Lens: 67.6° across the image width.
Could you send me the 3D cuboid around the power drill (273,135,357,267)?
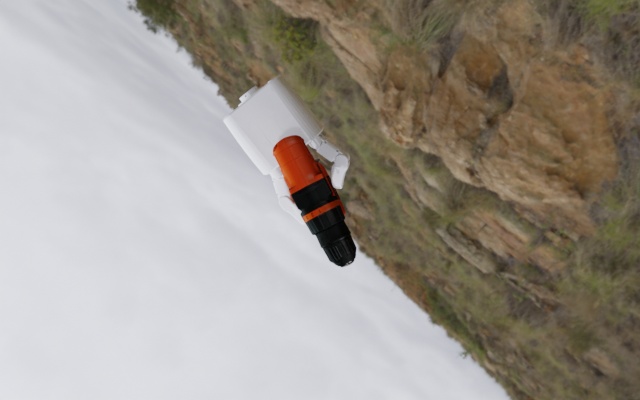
[{"bbox_3d":[0.000,0.002,0.688,0.057,0.184,0.187,-25,-3,2],"label":"power drill"}]
